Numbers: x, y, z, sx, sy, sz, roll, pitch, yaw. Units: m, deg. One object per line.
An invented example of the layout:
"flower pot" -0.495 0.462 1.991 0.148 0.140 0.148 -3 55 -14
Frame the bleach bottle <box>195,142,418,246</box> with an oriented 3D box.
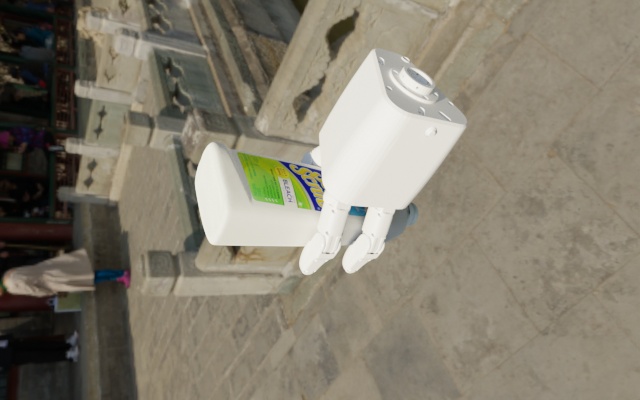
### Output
"bleach bottle" 0.000 0.002 0.519 0.251 0.102 0.068 4 -44 -32
